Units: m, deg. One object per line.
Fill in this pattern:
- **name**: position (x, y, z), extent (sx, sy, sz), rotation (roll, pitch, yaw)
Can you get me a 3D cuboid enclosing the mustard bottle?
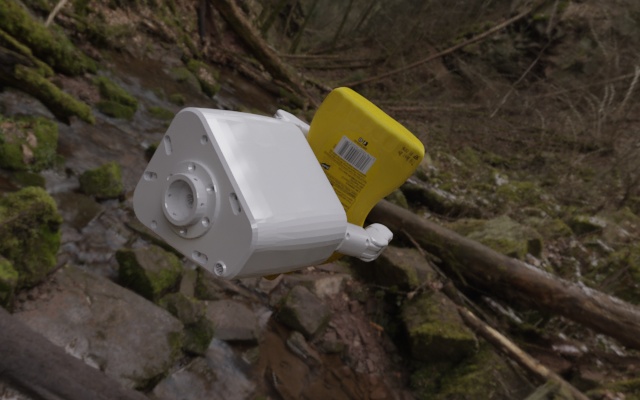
- **mustard bottle**: position (0.000, 0.001, 0.434), extent (0.096, 0.192, 0.058), rotation (37, 21, 0)
